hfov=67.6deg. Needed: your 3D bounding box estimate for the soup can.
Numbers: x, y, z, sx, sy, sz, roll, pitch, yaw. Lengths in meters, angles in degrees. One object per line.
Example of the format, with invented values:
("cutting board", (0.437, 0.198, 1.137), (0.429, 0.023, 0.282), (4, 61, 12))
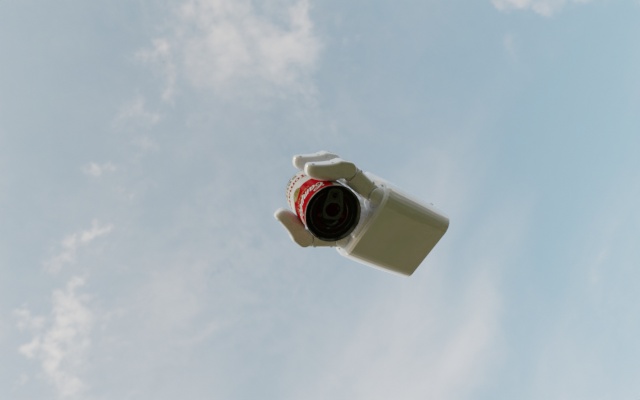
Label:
("soup can", (0.000, 0.002, 0.590), (0.068, 0.068, 0.102), (0, 15, -18))
